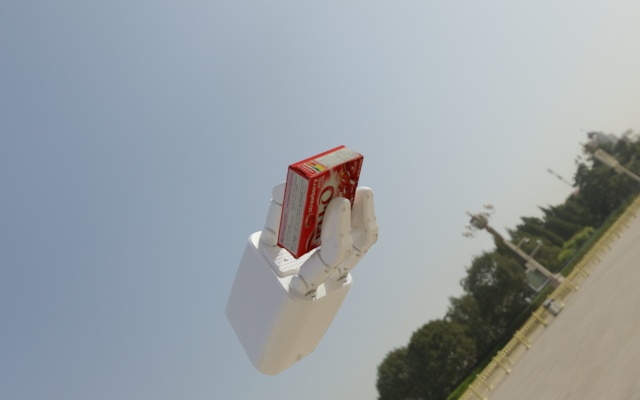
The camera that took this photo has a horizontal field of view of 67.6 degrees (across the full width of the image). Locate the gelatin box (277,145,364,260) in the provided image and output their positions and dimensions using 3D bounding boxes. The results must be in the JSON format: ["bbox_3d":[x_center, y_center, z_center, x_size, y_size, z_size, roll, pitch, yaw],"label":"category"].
[{"bbox_3d":[0.000,0.001,0.436,0.030,0.089,0.073,32,38,30],"label":"gelatin box"}]
